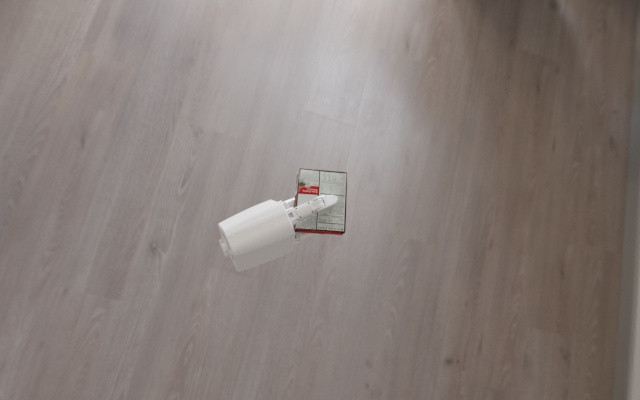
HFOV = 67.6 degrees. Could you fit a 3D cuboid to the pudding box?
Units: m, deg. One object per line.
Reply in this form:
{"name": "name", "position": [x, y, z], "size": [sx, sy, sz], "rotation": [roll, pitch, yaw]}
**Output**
{"name": "pudding box", "position": [0.000, 0.003, 0.842], "size": [0.090, 0.113, 0.039], "rotation": [5, -11, -8]}
